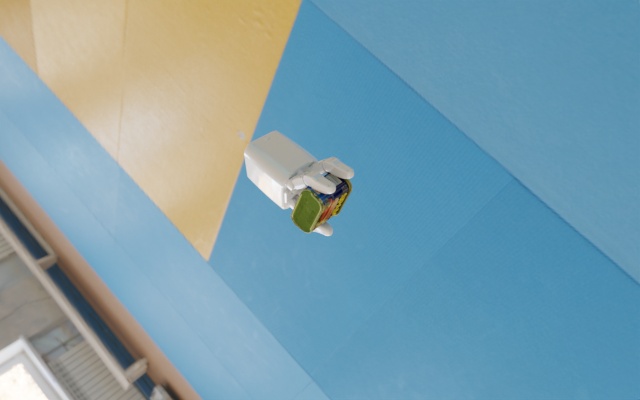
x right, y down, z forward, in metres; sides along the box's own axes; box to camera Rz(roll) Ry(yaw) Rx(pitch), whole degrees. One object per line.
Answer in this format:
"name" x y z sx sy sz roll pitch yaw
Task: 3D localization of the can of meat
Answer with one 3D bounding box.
"can of meat" 0.000 0.003 0.862 0.084 0.057 0.102 -34 -20 -40
